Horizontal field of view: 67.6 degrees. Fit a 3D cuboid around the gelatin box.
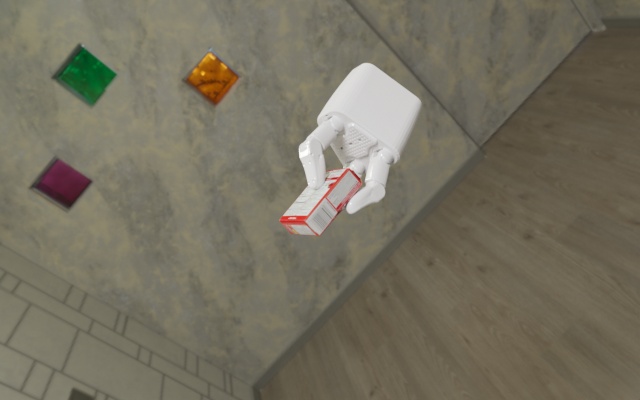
[{"bbox_3d":[0.000,0.002,0.578,0.030,0.089,0.073,47,-22,-19],"label":"gelatin box"}]
